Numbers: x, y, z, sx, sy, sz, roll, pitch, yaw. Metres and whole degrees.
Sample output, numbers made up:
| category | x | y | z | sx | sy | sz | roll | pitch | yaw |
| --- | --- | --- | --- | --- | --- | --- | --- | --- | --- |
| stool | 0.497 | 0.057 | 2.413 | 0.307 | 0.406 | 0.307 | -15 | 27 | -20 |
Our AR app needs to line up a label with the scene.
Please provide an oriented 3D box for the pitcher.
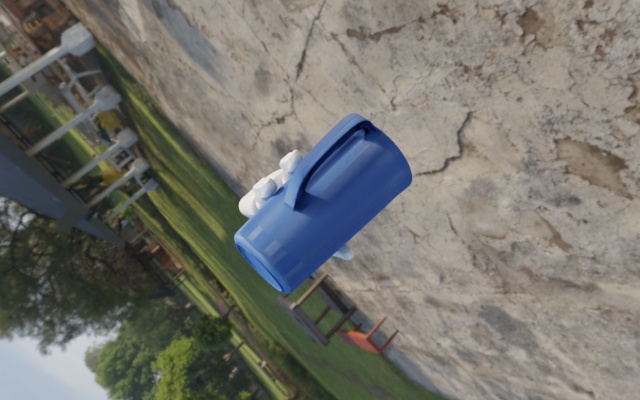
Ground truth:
| category | x | y | z | sx | sy | sz | roll | pitch | yaw |
| --- | --- | --- | --- | --- | --- | --- | --- | --- | --- |
| pitcher | 0.000 | 0.002 | 0.654 | 0.242 | 0.149 | 0.145 | -44 | 15 | -17 |
